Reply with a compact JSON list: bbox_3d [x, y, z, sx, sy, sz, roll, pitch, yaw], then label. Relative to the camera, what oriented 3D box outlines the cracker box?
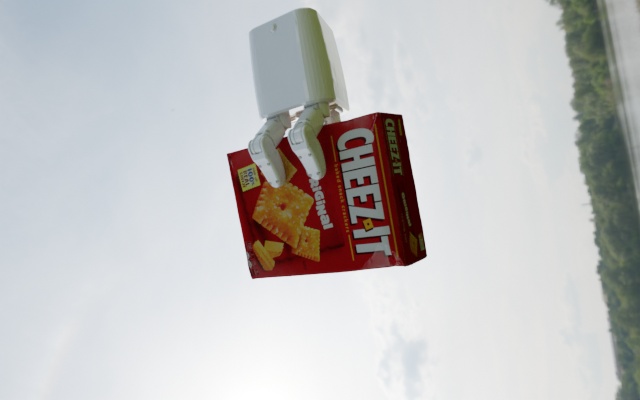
[{"bbox_3d":[0.000,0.002,0.559,0.214,0.164,0.072,-10,0,33],"label":"cracker box"}]
